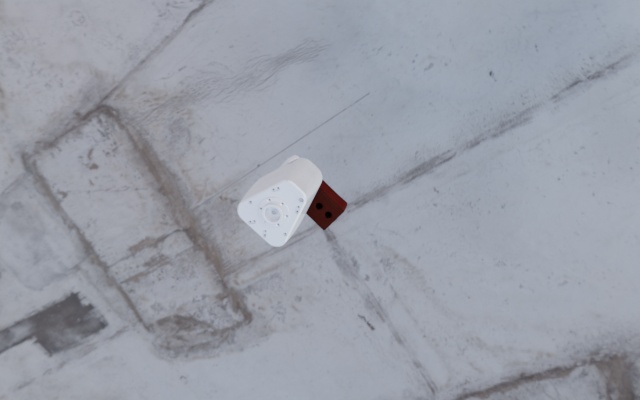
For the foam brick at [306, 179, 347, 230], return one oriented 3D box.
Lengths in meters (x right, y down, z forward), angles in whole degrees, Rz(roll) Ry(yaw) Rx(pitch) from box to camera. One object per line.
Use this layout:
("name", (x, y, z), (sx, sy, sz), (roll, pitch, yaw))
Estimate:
("foam brick", (0.000, 0.003, 0.829), (0.053, 0.078, 0.051), (-45, 7, 18))
